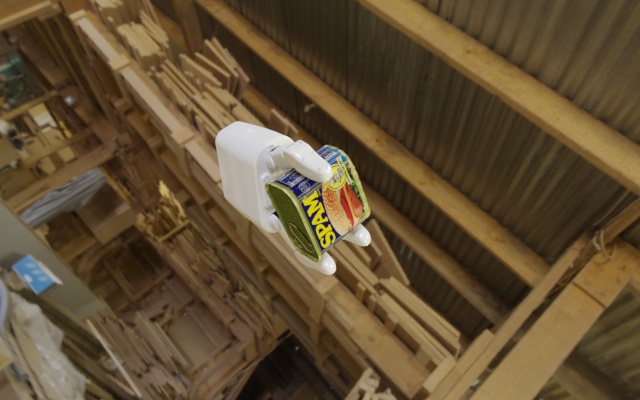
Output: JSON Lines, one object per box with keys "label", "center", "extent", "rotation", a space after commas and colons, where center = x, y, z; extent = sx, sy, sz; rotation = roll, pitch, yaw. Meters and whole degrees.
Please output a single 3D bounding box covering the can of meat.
{"label": "can of meat", "center": [0.000, 0.001, 0.525], "extent": [0.084, 0.102, 0.057], "rotation": [-38, 35, -23]}
